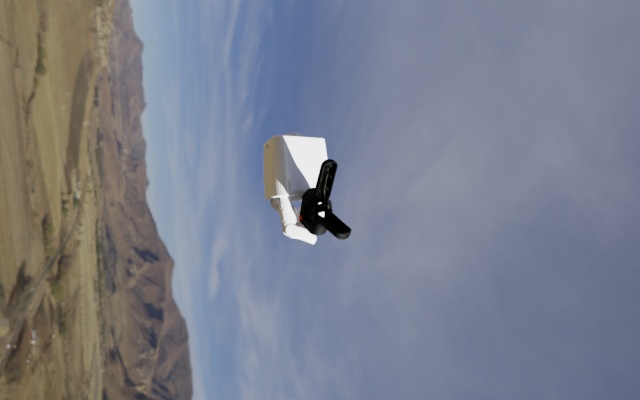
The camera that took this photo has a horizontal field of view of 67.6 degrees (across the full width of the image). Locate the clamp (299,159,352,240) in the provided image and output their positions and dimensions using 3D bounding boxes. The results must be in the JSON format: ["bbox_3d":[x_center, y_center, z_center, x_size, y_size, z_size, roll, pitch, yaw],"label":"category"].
[{"bbox_3d":[0.001,0.003,0.762,0.039,0.120,0.171,-2,-4,-23],"label":"clamp"}]
